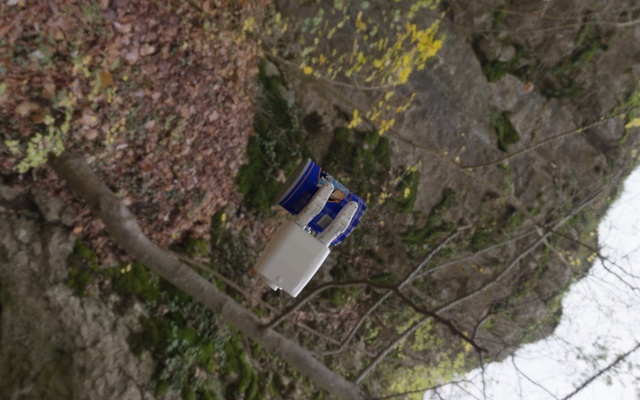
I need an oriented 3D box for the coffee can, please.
[{"bbox_3d":[0.000,0.003,0.888,0.140,0.103,0.103,38,-8,-11],"label":"coffee can"}]
